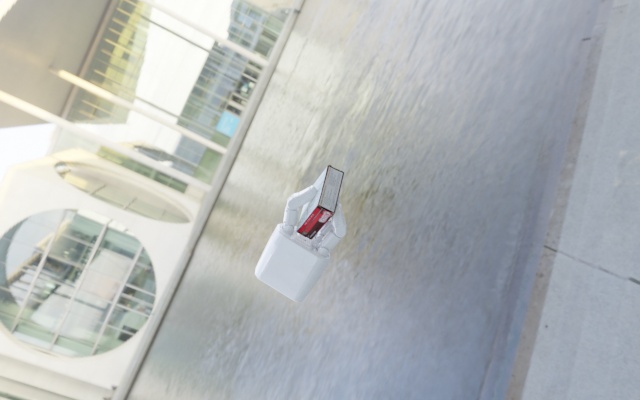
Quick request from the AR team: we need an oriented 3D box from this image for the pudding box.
[{"bbox_3d":[0.000,0.003,0.876,0.039,0.113,0.090,27,-45,-14],"label":"pudding box"}]
